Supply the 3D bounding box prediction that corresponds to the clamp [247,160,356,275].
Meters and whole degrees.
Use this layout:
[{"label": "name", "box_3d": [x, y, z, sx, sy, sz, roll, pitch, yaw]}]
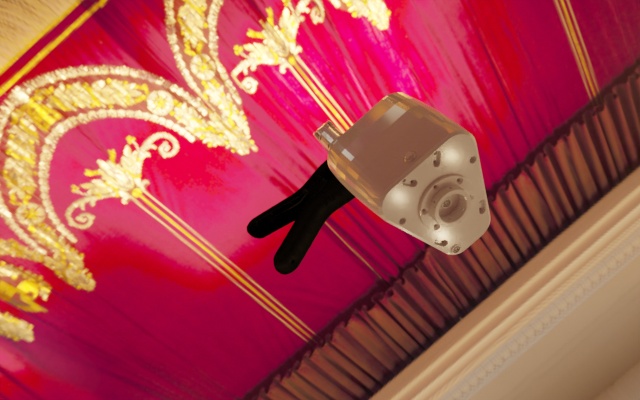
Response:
[{"label": "clamp", "box_3d": [0.001, 0.002, 0.485, 0.039, 0.171, 0.120, 47, 3, -32]}]
